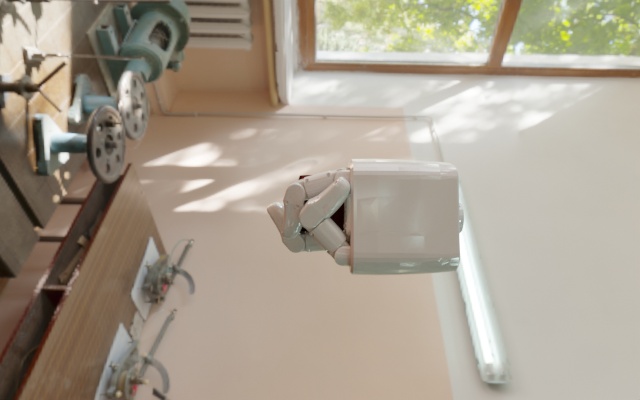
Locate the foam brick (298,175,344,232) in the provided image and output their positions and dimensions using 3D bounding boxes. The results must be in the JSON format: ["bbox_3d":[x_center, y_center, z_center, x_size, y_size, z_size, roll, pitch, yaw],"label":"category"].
[{"bbox_3d":[0.000,0.002,0.538,0.051,0.053,0.078,-1,11,1],"label":"foam brick"}]
